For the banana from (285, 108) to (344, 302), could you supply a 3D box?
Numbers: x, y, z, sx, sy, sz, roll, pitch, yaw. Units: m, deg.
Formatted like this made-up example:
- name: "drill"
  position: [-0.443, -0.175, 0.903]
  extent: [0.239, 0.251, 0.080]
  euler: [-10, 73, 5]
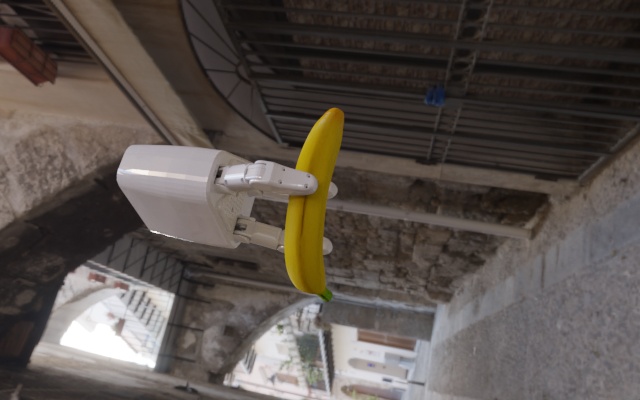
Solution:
- name: "banana"
  position: [-0.007, 0.006, 0.463]
  extent: [0.037, 0.198, 0.069]
  euler: [7, 5, 20]
